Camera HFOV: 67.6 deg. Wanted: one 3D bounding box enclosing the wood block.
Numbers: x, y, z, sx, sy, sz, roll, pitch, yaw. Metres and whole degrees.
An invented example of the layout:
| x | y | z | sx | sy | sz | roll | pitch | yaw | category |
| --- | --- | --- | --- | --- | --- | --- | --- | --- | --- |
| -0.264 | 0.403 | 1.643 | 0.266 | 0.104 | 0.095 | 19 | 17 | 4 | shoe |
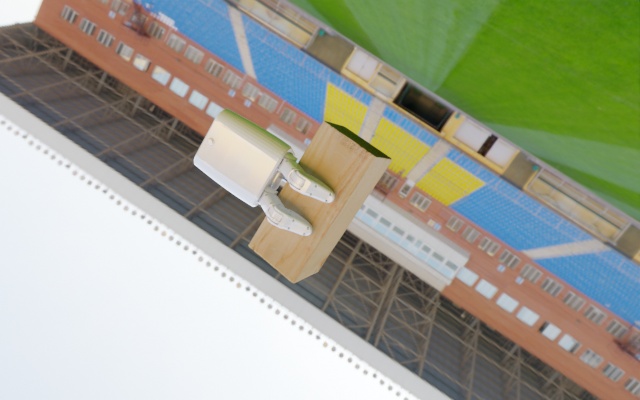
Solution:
| x | y | z | sx | sy | sz | roll | pitch | yaw | category |
| --- | --- | --- | --- | --- | --- | --- | --- | --- | --- |
| 0.000 | 0.002 | 0.675 | 0.090 | 0.206 | 0.091 | 37 | 16 | 16 | wood block |
